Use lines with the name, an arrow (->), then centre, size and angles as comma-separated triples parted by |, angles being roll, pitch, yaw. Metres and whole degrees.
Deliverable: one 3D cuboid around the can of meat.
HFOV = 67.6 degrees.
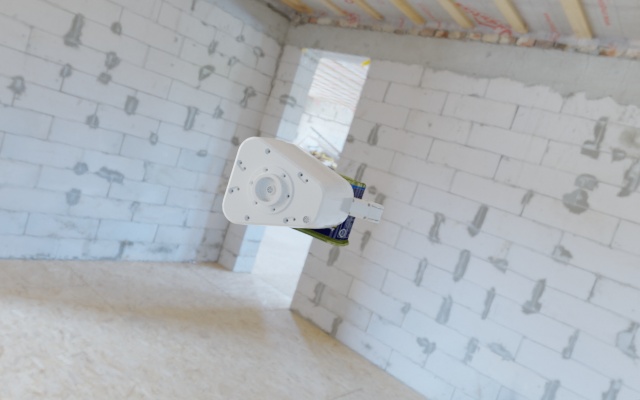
can of meat -> 0.000, 0.002, 0.617 | 0.102, 0.084, 0.057 | 20, 6, 19
